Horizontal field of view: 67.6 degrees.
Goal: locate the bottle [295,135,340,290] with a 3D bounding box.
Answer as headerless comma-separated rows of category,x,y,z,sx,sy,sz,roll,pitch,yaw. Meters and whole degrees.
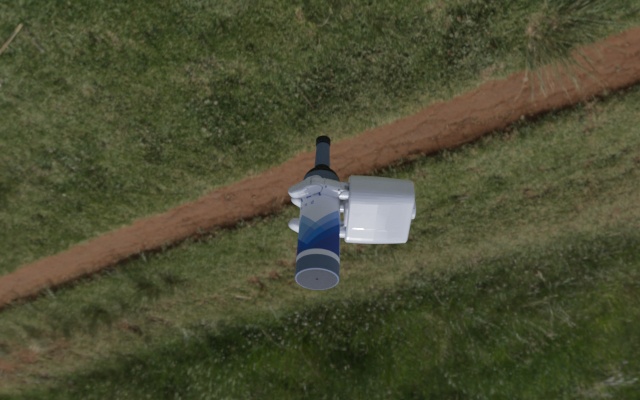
bottle,0.000,0.003,0.802,0.069,0.295,0.069,2,-38,1
